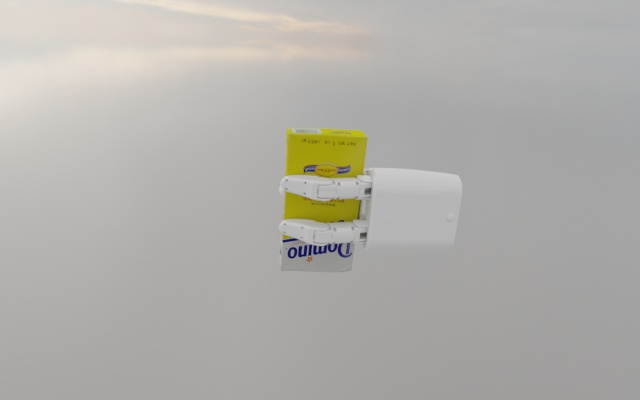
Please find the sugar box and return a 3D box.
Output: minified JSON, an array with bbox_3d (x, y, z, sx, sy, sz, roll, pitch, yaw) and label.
[{"bbox_3d":[0.000,0.002,0.583,0.093,0.176,0.048,2,19,-7],"label":"sugar box"}]
